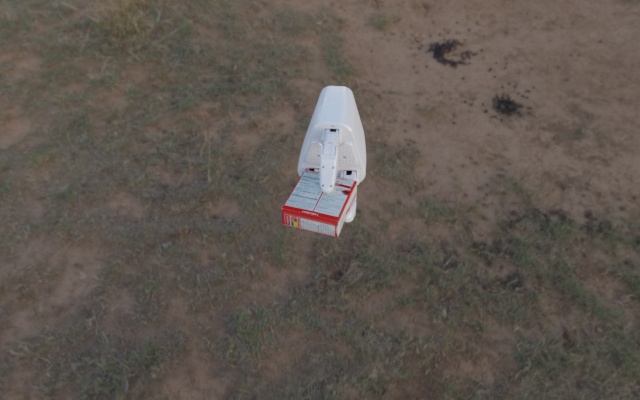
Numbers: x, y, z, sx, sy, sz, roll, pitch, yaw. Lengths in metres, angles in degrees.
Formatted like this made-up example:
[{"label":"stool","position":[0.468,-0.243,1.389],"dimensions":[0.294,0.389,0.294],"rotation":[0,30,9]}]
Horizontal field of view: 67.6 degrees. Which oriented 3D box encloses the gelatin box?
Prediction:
[{"label":"gelatin box","position":[0.000,0.002,0.606],"dimensions":[0.073,0.030,0.089],"rotation":[13,41,13]}]
